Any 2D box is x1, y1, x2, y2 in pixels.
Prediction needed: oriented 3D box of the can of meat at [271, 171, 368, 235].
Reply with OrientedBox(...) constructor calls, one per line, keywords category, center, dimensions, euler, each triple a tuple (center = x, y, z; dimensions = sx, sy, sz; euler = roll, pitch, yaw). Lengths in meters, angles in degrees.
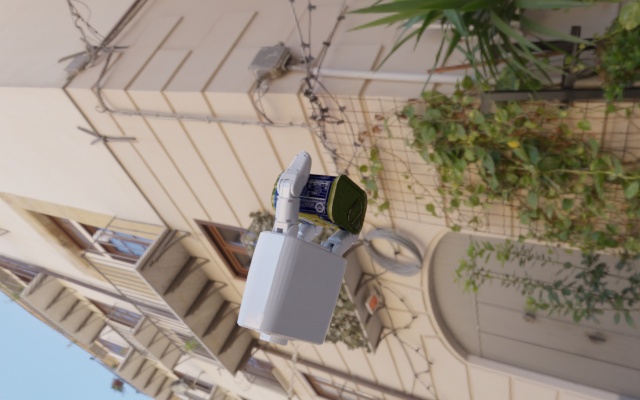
OrientedBox(category="can of meat", center=(0.000, 0.002, 0.589), dimensions=(0.084, 0.057, 0.102), euler=(7, -12, 27))
